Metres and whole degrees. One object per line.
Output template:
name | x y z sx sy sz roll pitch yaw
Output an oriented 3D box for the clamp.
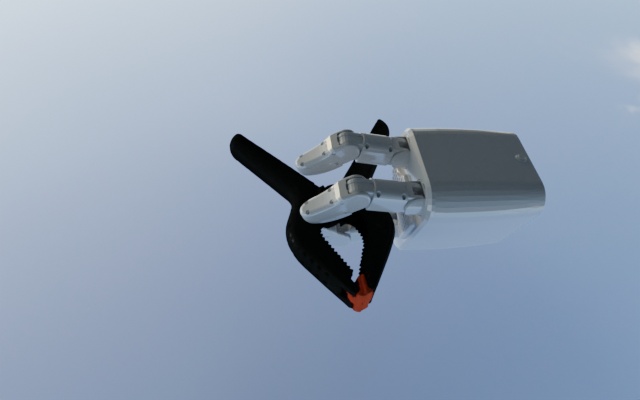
clamp | 0.000 0.002 0.434 0.164 0.209 0.036 -3 -40 -6
